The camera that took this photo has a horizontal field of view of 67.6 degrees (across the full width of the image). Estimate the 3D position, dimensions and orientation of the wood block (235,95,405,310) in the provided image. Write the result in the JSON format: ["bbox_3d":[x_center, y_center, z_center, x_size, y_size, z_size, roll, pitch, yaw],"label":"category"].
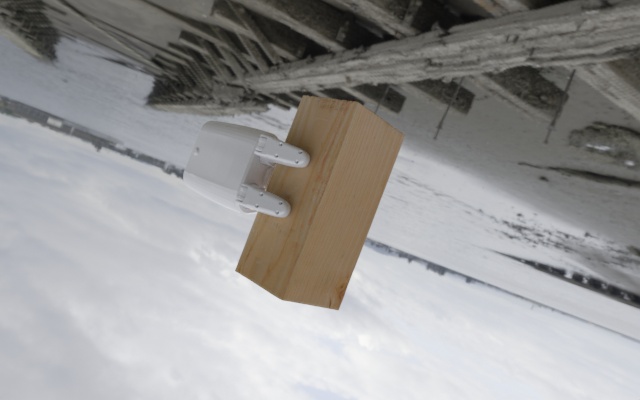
[{"bbox_3d":[0.000,0.002,0.522,0.090,0.206,0.091,19,-2,45],"label":"wood block"}]
